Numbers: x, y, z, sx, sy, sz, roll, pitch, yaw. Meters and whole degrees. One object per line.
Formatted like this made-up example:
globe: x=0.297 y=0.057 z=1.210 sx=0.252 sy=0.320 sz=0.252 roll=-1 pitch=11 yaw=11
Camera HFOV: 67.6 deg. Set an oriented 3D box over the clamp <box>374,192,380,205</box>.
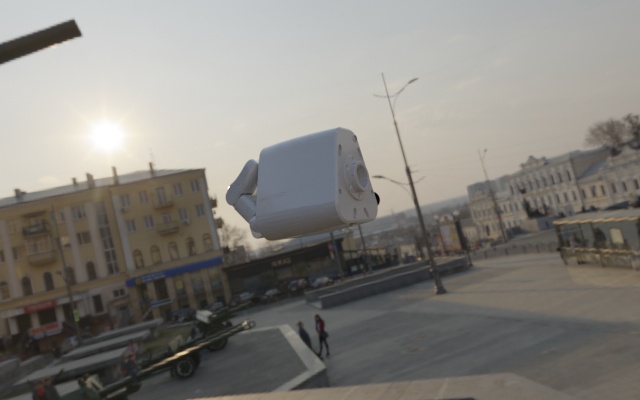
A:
clamp: x=0.000 y=0.002 z=0.652 sx=0.120 sy=0.039 sz=0.171 roll=-9 pitch=-1 yaw=32
